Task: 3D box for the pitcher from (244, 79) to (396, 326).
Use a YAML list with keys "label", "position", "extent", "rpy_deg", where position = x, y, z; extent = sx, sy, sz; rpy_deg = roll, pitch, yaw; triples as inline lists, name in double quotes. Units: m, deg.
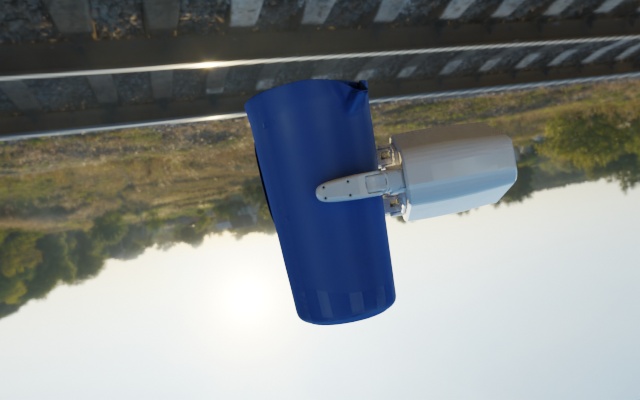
- label: "pitcher"
  position: [0.000, 0.002, 0.517]
  extent: [0.145, 0.243, 0.149]
  rpy_deg: [-11, 0, 4]
